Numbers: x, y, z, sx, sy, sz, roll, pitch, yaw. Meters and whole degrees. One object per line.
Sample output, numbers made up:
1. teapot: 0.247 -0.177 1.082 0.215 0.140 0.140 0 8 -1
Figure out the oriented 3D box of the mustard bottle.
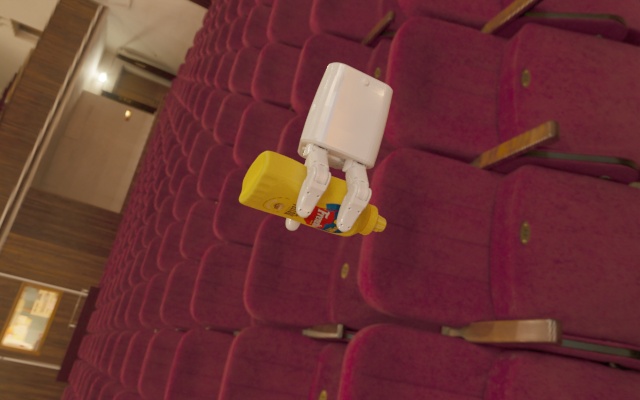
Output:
1. mustard bottle: 0.000 0.002 0.610 0.191 0.058 0.096 20 -32 -20
